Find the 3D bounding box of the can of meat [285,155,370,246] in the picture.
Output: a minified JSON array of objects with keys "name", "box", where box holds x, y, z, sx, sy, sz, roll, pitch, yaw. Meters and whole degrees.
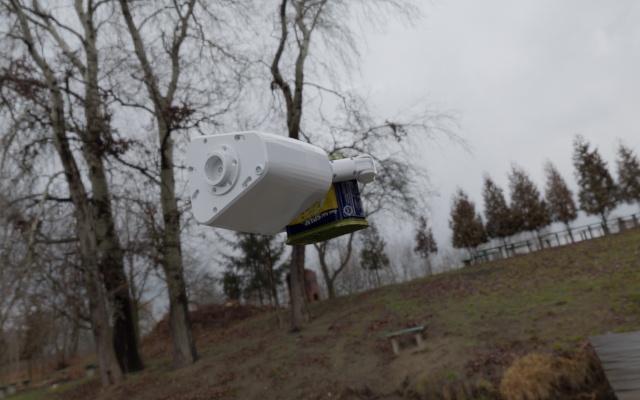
[{"name":"can of meat","box":[0.000,0.002,0.571,0.102,0.084,0.057,-20,-16,34]}]
